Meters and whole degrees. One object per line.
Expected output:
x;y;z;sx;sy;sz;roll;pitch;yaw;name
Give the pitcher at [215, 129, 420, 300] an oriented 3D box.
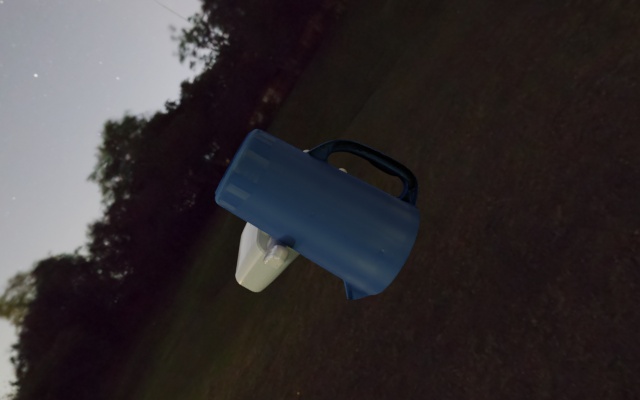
0.000;0.002;0.614;0.243;0.149;0.145;29;-44;-9;pitcher
